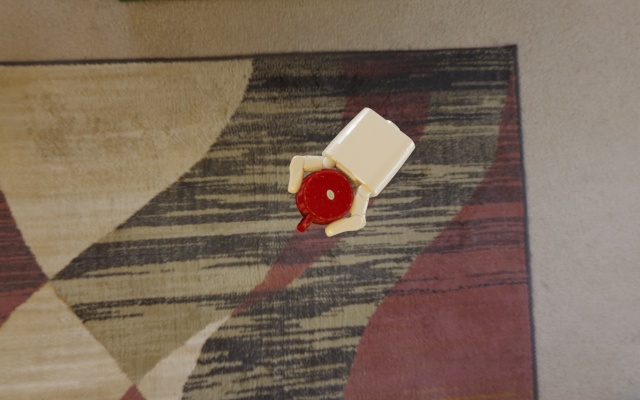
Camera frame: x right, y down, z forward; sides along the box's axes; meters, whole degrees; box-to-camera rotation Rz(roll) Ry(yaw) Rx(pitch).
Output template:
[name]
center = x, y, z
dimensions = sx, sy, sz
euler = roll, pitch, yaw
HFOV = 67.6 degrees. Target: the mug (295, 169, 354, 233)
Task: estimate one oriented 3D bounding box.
[mug]
center = -0.001, 0.004, 0.775
dimensions = 0.093, 0.117, 0.081
euler = 40, -7, -3
